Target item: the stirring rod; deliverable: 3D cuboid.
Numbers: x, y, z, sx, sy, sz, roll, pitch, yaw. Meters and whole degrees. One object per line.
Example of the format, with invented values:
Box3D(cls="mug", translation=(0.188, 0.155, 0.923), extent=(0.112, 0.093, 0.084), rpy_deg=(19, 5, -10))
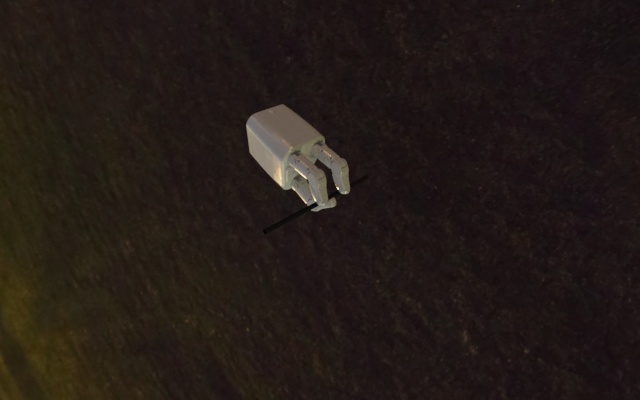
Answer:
Box3D(cls="stirring rod", translation=(0.000, 0.003, 0.787), extent=(0.239, 0.011, 0.011), rpy_deg=(-28, 18, -38))
